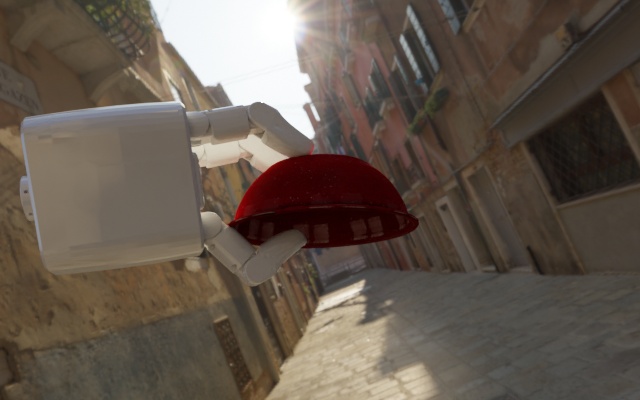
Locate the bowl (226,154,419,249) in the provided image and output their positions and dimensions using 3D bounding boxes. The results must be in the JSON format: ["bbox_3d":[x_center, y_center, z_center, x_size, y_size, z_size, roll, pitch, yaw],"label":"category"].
[{"bbox_3d":[0.001,0.001,0.408,0.162,0.055,0.162,-2,-15,0],"label":"bowl"}]
